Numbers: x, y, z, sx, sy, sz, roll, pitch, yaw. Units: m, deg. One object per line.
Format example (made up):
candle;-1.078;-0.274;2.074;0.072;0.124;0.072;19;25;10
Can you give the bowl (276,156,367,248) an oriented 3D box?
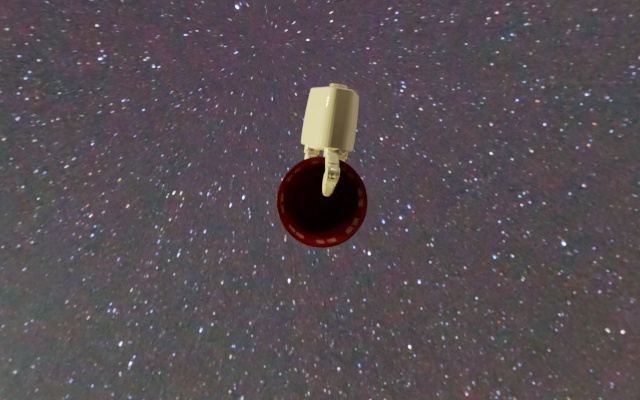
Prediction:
bowl;0.000;0.004;0.860;0.162;0.162;0.055;0;-1;-9
